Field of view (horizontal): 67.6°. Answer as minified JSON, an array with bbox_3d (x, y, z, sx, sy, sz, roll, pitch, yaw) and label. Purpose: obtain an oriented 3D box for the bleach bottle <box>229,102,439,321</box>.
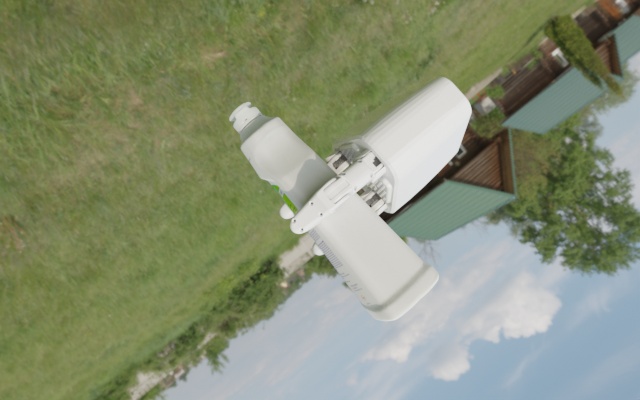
[{"bbox_3d":[0.000,0.002,0.471,0.068,0.251,0.102,-40,-4,-13],"label":"bleach bottle"}]
